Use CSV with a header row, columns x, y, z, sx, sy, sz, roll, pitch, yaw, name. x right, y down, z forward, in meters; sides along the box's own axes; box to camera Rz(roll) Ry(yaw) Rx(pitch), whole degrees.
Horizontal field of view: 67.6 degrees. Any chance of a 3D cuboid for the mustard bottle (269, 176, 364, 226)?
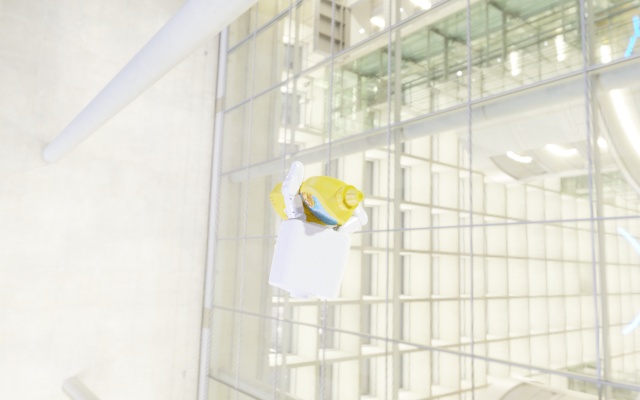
x,y,z,sx,sy,sz,roll,pitch,yaw,name
0.000,0.002,0.796,0.191,0.058,0.096,-8,-51,51,mustard bottle
